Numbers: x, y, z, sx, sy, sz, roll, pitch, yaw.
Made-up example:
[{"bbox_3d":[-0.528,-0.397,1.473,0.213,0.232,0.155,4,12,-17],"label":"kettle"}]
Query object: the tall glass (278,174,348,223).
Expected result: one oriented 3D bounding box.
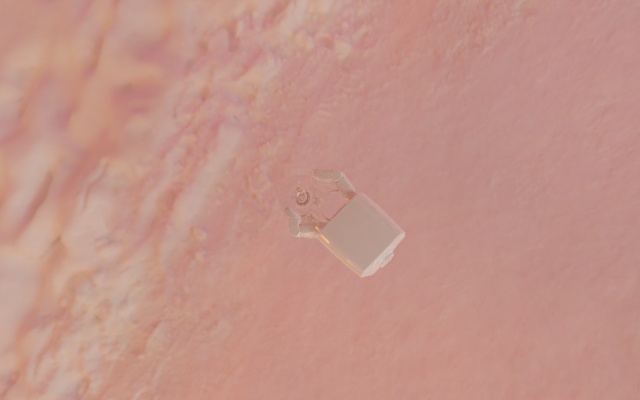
[{"bbox_3d":[0.000,0.003,0.867,0.079,0.079,0.201,0,-5,21],"label":"tall glass"}]
